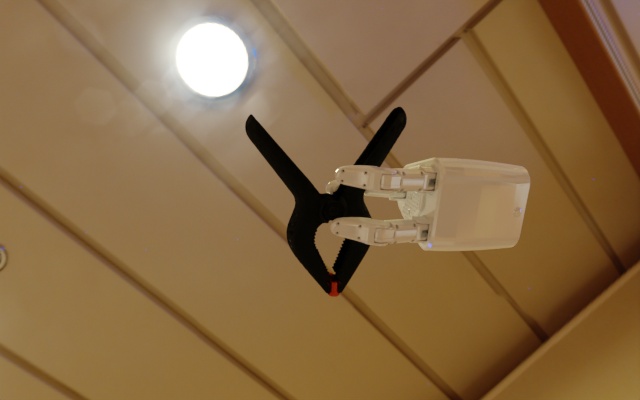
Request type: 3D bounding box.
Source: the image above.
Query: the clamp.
[{"bbox_3d":[0.000,0.002,0.506,0.164,0.210,0.036,2,16,-11],"label":"clamp"}]
